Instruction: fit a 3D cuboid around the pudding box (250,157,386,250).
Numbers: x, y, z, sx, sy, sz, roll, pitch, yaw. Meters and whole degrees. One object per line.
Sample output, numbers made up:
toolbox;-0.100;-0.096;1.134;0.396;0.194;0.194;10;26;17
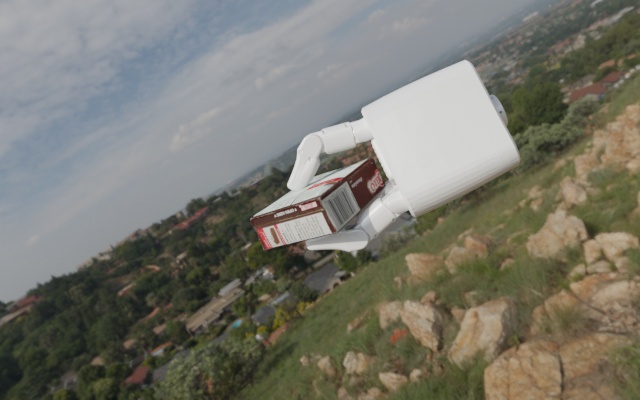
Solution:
pudding box;0.000;0.001;0.468;0.090;0.039;0.113;-18;11;37
